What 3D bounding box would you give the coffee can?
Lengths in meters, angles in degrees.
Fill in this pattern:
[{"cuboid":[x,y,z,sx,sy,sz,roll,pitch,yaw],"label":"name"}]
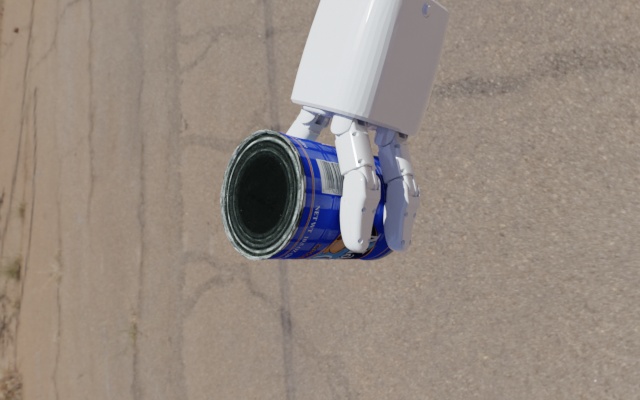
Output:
[{"cuboid":[0.000,0.002,0.419,0.103,0.103,0.140,0,-5,44],"label":"coffee can"}]
